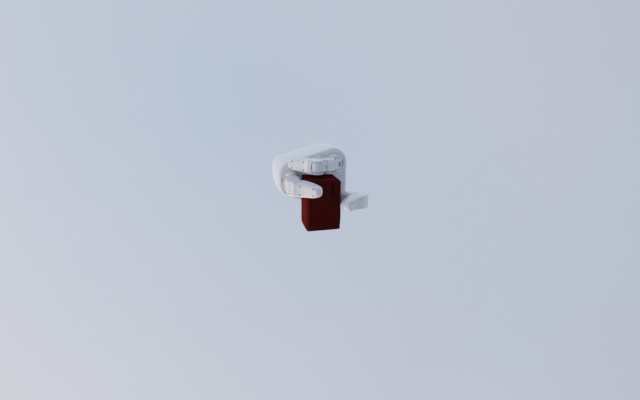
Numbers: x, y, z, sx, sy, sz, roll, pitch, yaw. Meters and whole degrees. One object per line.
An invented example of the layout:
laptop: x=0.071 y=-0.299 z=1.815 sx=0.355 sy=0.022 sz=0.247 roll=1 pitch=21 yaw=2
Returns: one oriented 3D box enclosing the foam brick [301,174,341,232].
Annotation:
foam brick: x=0.000 y=0.003 z=0.733 sx=0.053 sy=0.078 sz=0.051 roll=-2 pitch=14 yaw=-13
